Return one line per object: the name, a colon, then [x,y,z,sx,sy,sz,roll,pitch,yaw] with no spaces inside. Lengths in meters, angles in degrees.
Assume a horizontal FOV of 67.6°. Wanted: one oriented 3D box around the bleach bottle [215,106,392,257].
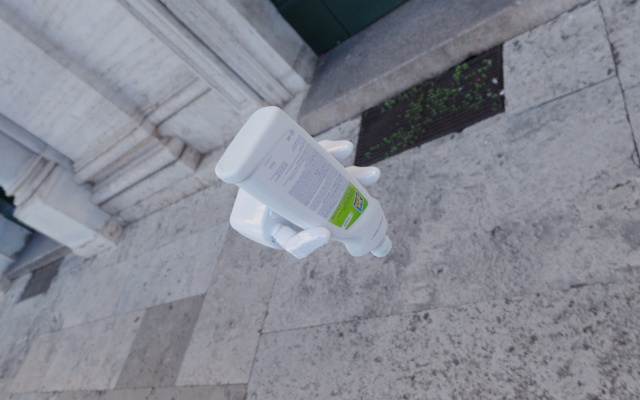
bleach bottle: [0.000,0.002,0.583,0.251,0.102,0.068,41,-16,-31]
